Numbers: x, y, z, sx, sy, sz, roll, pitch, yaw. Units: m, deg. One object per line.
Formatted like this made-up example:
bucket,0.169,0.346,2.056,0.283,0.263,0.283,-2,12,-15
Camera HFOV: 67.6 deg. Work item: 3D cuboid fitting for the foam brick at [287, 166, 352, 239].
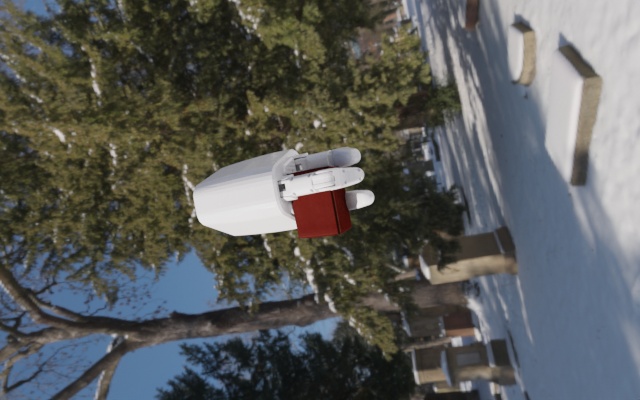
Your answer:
foam brick,0.000,0.002,0.557,0.051,0.078,0.053,-10,0,18
